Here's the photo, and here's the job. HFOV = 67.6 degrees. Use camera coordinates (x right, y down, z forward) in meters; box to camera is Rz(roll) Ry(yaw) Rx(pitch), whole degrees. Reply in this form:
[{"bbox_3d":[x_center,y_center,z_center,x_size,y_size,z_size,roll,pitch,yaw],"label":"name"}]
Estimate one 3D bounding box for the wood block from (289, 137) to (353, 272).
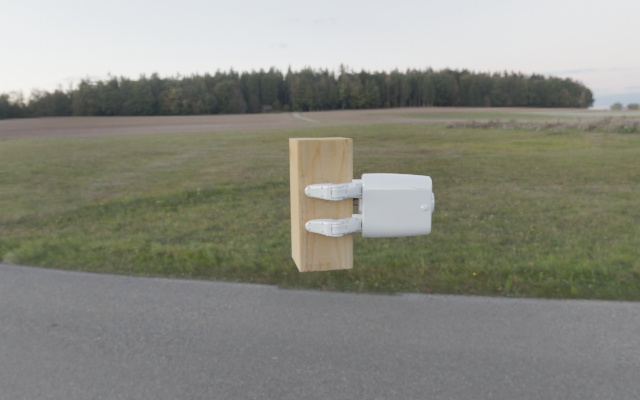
[{"bbox_3d":[0.000,0.002,0.780,0.090,0.206,0.091,-2,10,-11],"label":"wood block"}]
